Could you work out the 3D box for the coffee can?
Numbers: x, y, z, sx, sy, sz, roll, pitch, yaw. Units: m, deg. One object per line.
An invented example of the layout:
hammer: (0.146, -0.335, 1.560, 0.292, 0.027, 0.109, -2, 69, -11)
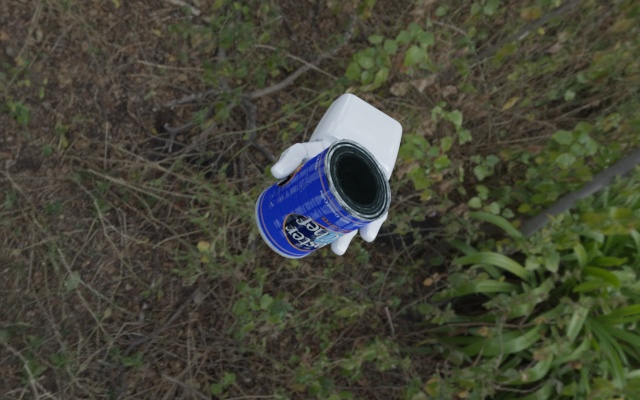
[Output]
coffee can: (0.000, 0.002, 0.587, 0.103, 0.102, 0.140, 0, -22, -43)
